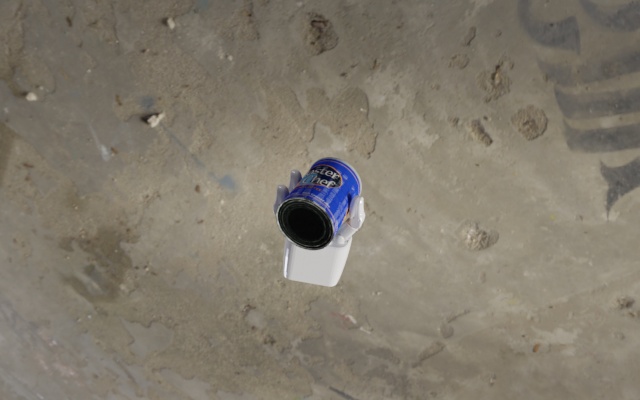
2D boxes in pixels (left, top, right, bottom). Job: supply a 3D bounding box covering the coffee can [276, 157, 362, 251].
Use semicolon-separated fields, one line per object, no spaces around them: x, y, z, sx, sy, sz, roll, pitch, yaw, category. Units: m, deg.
0.000;0.002;0.814;0.103;0.103;0.140;0;32;26;coffee can
